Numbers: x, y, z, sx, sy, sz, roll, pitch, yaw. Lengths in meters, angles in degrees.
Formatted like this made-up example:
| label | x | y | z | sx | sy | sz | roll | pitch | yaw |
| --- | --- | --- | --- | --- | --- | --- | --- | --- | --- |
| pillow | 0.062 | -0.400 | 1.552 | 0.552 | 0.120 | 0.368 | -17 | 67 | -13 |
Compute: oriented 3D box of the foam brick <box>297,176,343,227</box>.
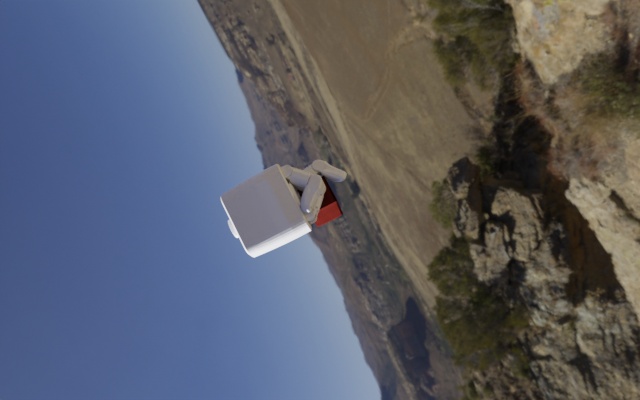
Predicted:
| label | x | y | z | sx | sy | sz | roll | pitch | yaw |
| --- | --- | --- | --- | --- | --- | --- | --- | --- | --- |
| foam brick | 0.000 | 0.003 | 0.812 | 0.051 | 0.053 | 0.078 | -28 | -22 | 0 |
